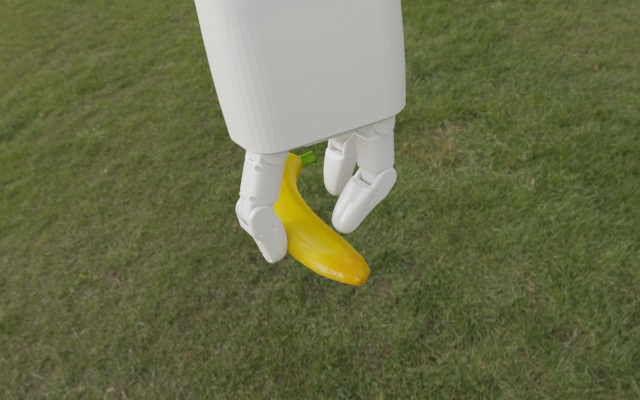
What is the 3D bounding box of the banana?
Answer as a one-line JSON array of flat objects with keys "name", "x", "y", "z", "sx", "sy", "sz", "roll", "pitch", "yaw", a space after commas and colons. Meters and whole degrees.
[{"name": "banana", "x": -0.019, "y": 0.003, "z": 0.404, "sx": 0.069, "sy": 0.037, "sz": 0.197, "roll": -11, "pitch": 36, "yaw": -7}]
